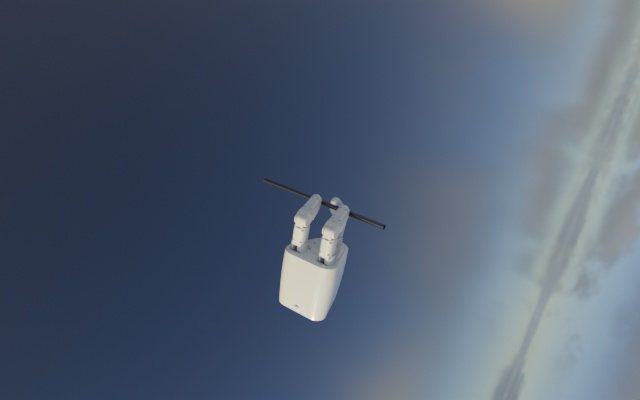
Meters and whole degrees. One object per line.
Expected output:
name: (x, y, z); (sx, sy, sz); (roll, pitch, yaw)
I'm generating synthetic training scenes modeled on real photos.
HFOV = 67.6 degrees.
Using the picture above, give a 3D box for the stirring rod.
stirring rod: (0.000, 0.003, 0.800); (0.239, 0.011, 0.011); (21, 10, 27)
